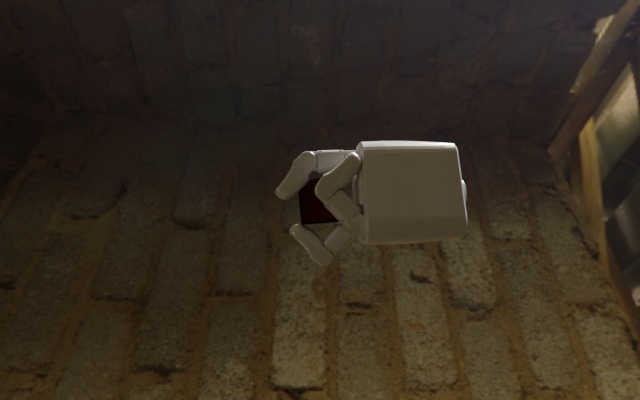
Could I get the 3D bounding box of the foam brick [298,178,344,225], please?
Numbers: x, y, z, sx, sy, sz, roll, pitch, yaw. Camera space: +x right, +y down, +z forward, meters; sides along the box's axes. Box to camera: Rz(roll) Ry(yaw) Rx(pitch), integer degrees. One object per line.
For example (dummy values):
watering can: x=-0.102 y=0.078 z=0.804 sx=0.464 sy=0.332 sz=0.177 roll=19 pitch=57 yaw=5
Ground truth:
foam brick: x=0.000 y=0.002 z=0.570 sx=0.051 sy=0.053 sz=0.078 roll=-6 pitch=-1 yaw=-3
